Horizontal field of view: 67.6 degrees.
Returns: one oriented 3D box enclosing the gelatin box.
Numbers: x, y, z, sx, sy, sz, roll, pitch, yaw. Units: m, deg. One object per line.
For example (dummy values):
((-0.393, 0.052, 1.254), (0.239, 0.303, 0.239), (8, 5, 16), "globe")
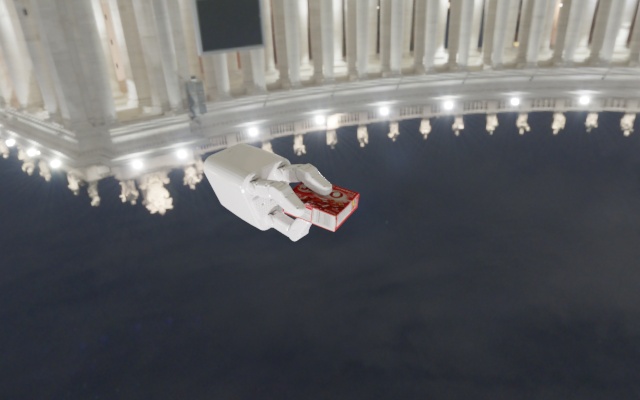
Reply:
((0.000, 0.003, 0.692), (0.089, 0.030, 0.073), (20, 36, 23), "gelatin box")
